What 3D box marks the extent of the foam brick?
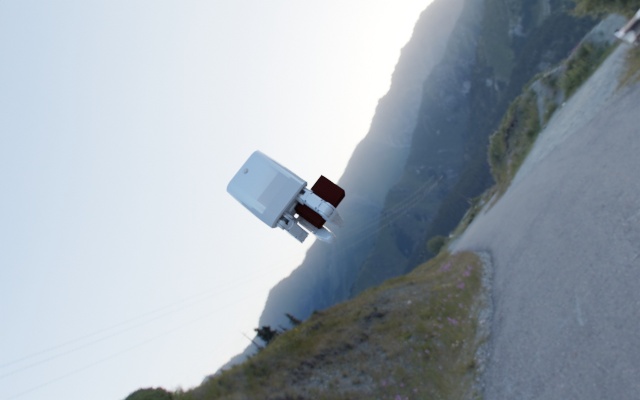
[{"bbox_3d":[0.000,0.003,0.828,0.051,0.078,0.053,36,-8,9],"label":"foam brick"}]
